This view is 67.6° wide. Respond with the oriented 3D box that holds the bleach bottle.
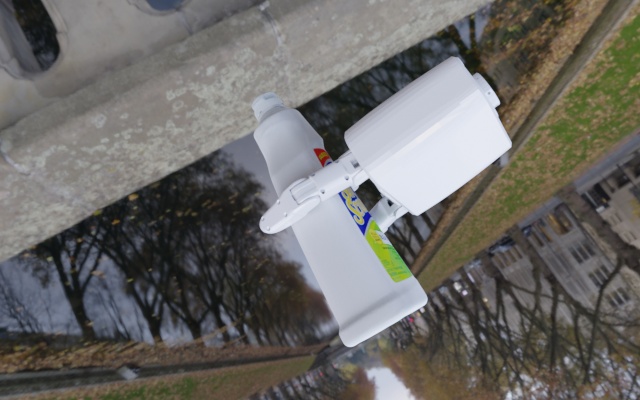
[{"bbox_3d":[0.000,0.002,0.442,0.068,0.250,0.102,-36,-18,18],"label":"bleach bottle"}]
